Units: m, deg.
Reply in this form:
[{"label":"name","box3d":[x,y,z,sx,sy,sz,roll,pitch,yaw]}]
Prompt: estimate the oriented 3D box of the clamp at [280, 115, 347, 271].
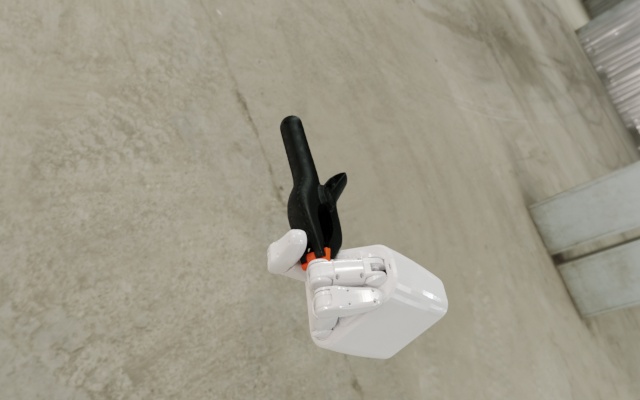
[{"label":"clamp","box3d":[0.001,0.002,0.512,0.039,0.171,0.120,-24,-37,30]}]
